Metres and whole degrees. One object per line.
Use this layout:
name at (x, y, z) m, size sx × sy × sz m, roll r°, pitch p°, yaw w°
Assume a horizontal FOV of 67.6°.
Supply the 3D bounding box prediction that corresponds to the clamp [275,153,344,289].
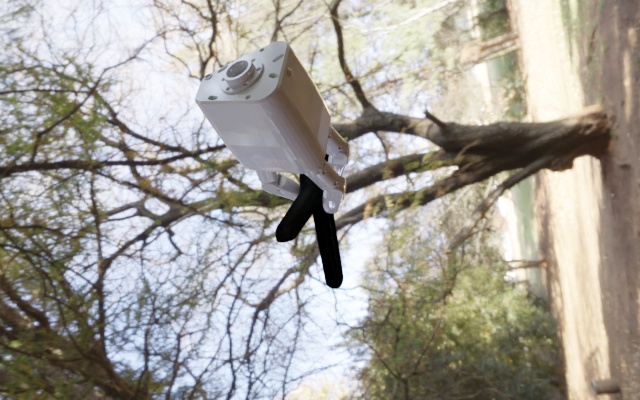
clamp at (-0.001, 0.002, 0.623) m, size 0.036 × 0.209 × 0.165 m, roll -7°, pitch -38°, yaw 21°
